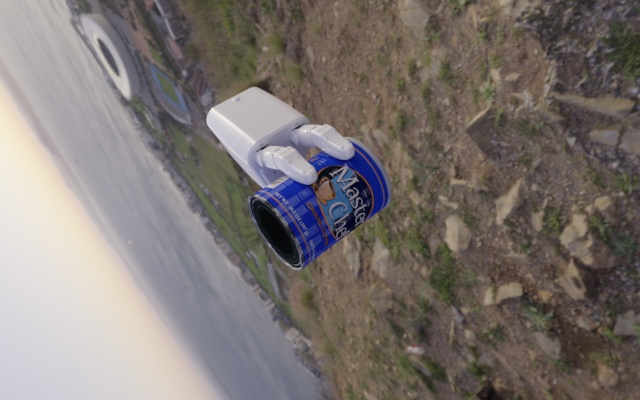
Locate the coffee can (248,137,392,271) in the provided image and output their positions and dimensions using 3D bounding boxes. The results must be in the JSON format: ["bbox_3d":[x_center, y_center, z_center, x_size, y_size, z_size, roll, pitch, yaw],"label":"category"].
[{"bbox_3d":[0.000,0.002,0.569,0.140,0.103,0.103,-34,15,-23],"label":"coffee can"}]
